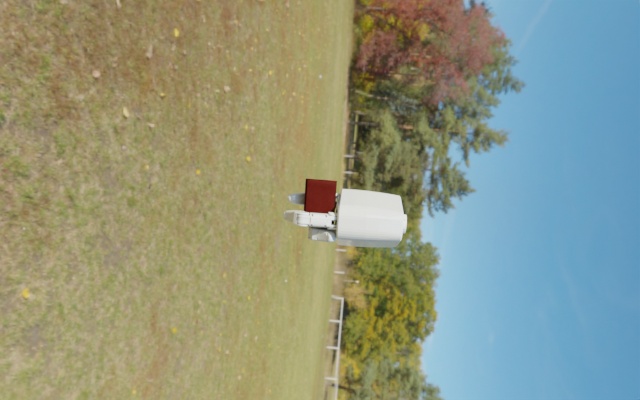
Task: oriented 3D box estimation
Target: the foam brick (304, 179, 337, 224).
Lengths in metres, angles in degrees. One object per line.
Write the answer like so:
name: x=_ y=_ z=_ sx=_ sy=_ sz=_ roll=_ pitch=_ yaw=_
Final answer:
foam brick: x=0.000 y=0.002 z=0.807 sx=0.051 sy=0.078 sz=0.053 roll=4 pitch=5 yaw=4
